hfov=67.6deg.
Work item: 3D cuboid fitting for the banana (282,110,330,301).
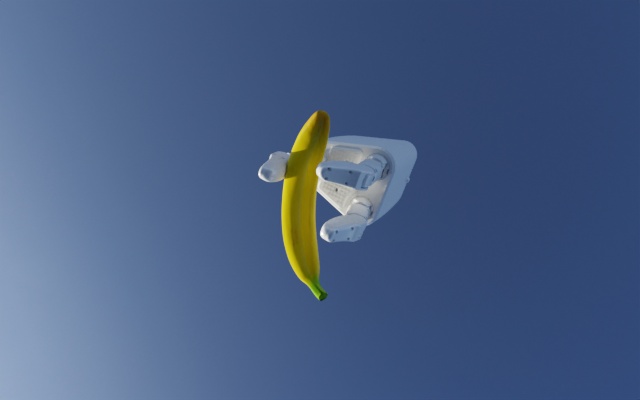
[{"bbox_3d":[-0.014,0.004,0.518,0.069,0.198,0.037,6,10,42],"label":"banana"}]
